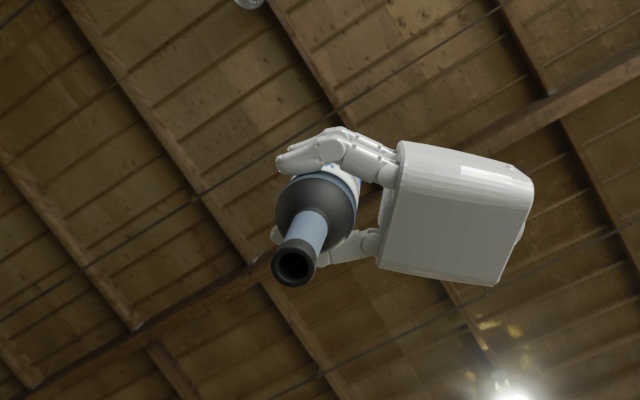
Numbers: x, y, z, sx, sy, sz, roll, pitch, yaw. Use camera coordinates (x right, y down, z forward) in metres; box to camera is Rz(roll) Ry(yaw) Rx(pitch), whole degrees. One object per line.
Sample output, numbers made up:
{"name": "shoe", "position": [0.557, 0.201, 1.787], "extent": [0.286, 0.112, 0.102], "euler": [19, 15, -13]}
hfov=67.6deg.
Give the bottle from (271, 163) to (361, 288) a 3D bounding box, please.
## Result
{"name": "bottle", "position": [0.000, 0.001, 0.429], "extent": [0.069, 0.069, 0.295], "euler": [0, 15, 7]}
